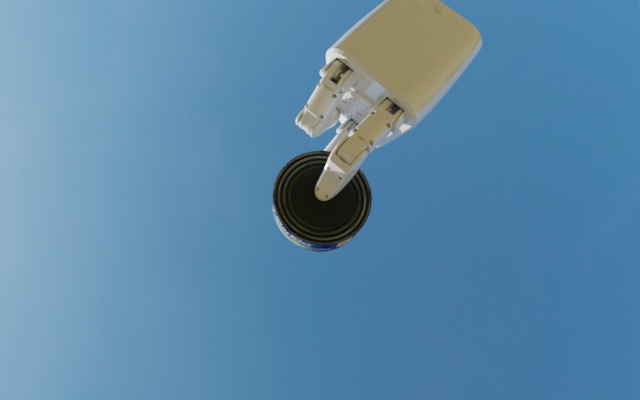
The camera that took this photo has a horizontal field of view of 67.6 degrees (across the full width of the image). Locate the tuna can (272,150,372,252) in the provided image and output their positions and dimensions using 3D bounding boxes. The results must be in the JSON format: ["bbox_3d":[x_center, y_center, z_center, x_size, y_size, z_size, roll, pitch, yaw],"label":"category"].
[{"bbox_3d":[0.000,0.002,0.424,0.086,0.086,0.034,0,-19,-8],"label":"tuna can"}]
